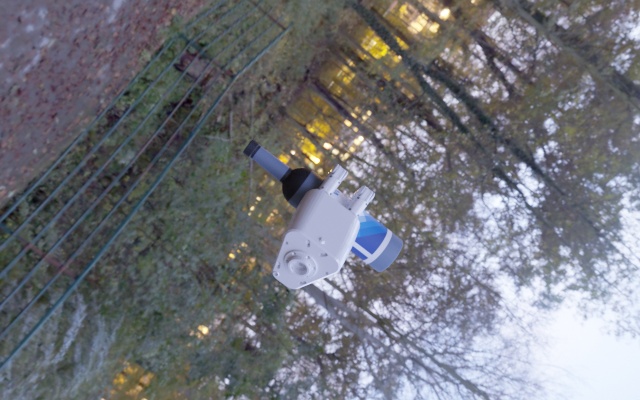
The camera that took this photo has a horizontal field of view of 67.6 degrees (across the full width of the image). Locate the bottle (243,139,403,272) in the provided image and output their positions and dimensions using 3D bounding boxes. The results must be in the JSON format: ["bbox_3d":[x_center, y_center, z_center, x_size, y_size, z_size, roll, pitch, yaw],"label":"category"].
[{"bbox_3d":[0.000,0.003,0.777,0.296,0.069,0.069,38,-5,-7],"label":"bottle"}]
